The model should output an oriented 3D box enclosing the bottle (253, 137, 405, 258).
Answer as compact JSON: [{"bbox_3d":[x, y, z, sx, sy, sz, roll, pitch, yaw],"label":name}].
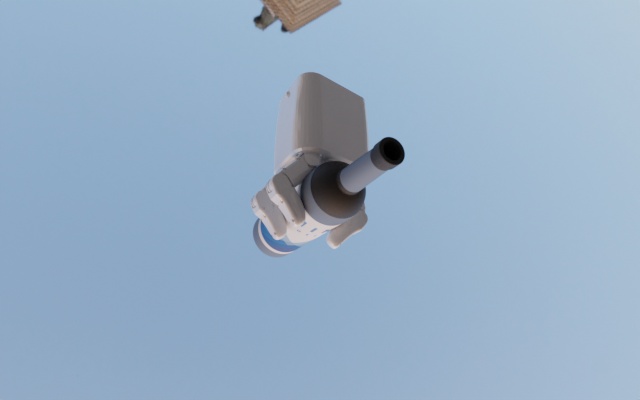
[{"bbox_3d":[0.000,0.002,0.545,0.069,0.069,0.296,0,-18,-27],"label":"bottle"}]
